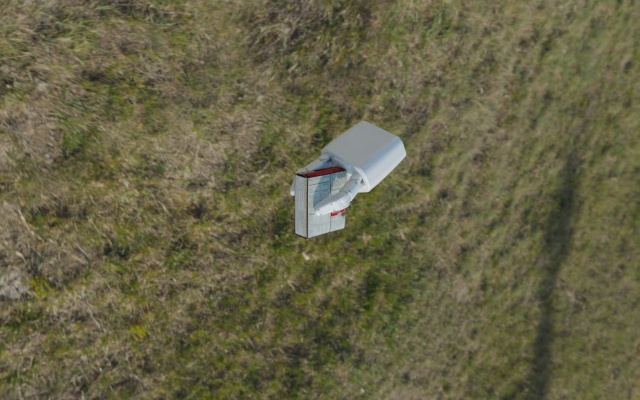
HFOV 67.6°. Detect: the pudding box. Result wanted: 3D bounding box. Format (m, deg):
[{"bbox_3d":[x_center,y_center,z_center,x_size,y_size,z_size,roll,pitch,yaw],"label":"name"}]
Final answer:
[{"bbox_3d":[0.000,0.003,0.822,0.090,0.113,0.039,-13,20,-38],"label":"pudding box"}]
